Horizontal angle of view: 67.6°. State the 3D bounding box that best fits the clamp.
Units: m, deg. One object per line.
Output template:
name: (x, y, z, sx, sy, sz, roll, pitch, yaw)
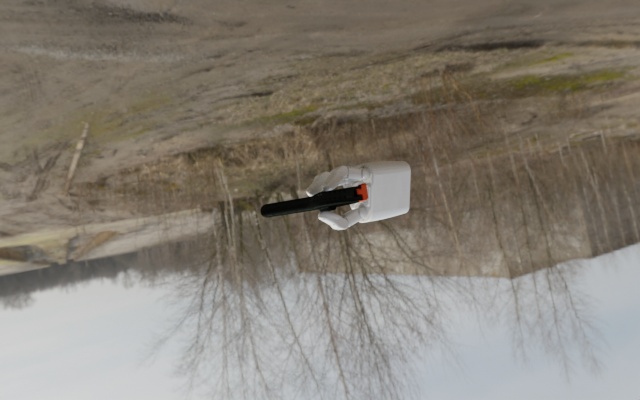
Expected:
clamp: (0.001, 0.004, 0.862, 0.164, 0.036, 0.210, -7, -5, -34)
